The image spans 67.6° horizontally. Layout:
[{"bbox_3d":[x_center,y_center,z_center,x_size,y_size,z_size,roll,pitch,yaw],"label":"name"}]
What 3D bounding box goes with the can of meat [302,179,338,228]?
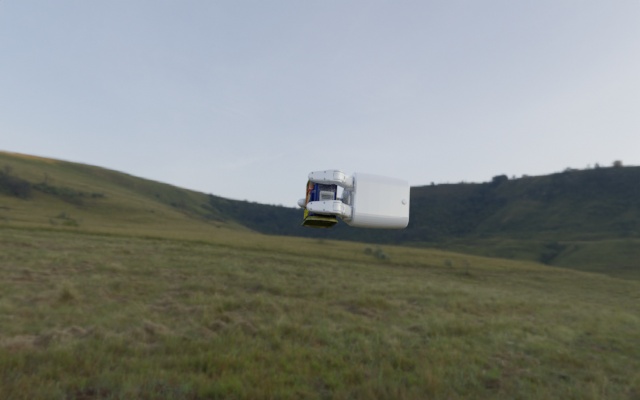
[{"bbox_3d":[0.000,0.003,0.884,0.057,0.084,0.102,5,-11,-7],"label":"can of meat"}]
